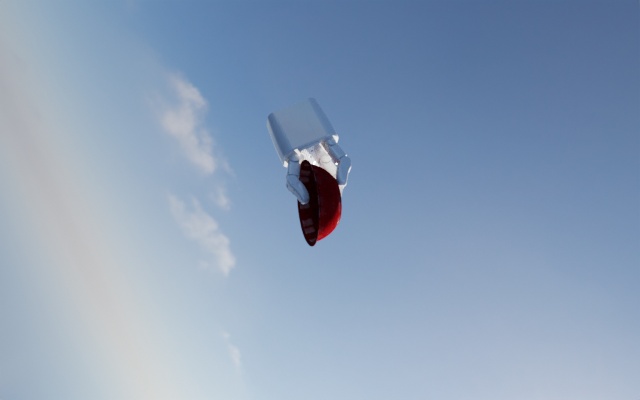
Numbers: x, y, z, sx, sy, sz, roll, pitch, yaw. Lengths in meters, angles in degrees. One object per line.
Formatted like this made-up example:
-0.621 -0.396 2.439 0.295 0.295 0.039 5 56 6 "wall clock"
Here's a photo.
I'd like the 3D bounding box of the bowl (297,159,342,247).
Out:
0.001 0.004 0.890 0.055 0.162 0.162 -4 1 -15 "bowl"
